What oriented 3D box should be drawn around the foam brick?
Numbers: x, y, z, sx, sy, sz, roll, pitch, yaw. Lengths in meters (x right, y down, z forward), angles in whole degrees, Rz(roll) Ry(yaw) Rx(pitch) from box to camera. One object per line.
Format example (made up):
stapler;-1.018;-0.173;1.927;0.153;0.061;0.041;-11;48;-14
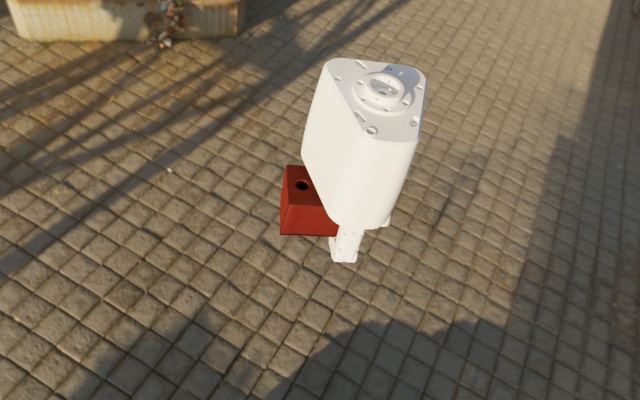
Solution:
foam brick;0.000;0.002;0.478;0.078;0.053;0.051;3;-39;-10
